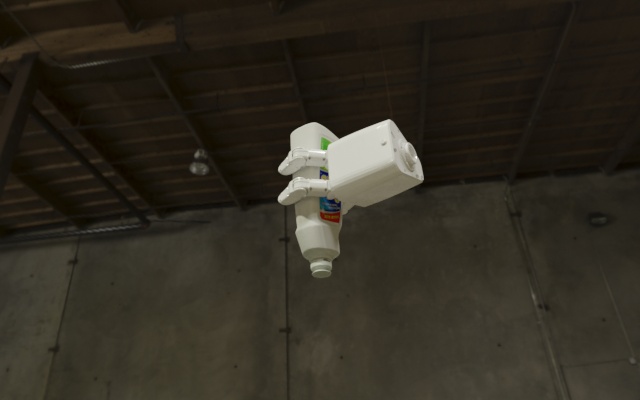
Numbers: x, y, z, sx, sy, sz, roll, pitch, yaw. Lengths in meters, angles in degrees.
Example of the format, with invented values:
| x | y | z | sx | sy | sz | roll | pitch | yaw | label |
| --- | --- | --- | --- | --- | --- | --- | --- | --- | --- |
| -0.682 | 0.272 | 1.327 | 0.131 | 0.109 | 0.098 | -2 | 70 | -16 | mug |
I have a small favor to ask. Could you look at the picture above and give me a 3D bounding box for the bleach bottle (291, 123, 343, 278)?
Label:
| x | y | z | sx | sy | sz | roll | pitch | yaw | label |
| --- | --- | --- | --- | --- | --- | --- | --- | --- | --- |
| 0.000 | 0.002 | 0.759 | 0.068 | 0.250 | 0.103 | -21 | -35 | 28 | bleach bottle |
